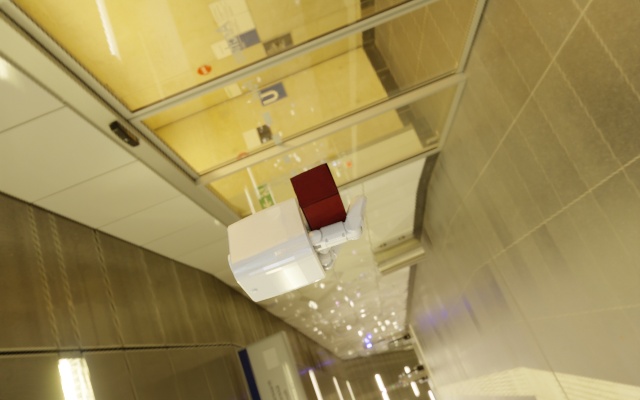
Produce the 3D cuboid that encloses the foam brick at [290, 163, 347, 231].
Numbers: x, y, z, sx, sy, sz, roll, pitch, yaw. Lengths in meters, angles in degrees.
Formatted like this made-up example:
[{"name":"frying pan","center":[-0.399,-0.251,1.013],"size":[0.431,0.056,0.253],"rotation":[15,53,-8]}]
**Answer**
[{"name":"foam brick","center":[0.000,0.002,0.609],"size":[0.051,0.053,0.078],"rotation":[-21,-37,0]}]
